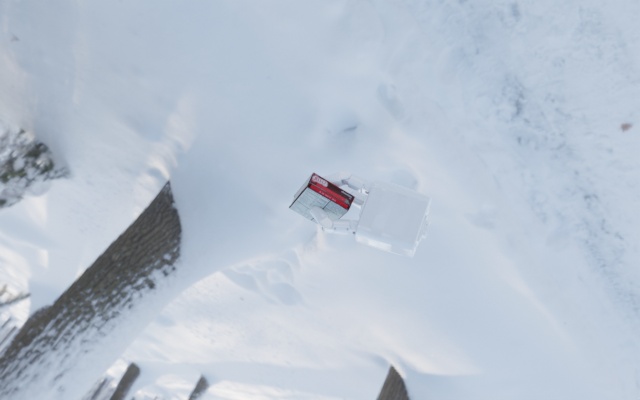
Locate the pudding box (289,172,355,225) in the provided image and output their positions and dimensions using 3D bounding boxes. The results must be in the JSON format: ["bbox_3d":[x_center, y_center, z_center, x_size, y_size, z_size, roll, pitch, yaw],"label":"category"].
[{"bbox_3d":[0.000,0.003,0.896,0.090,0.039,0.113,31,-31,-8],"label":"pudding box"}]
